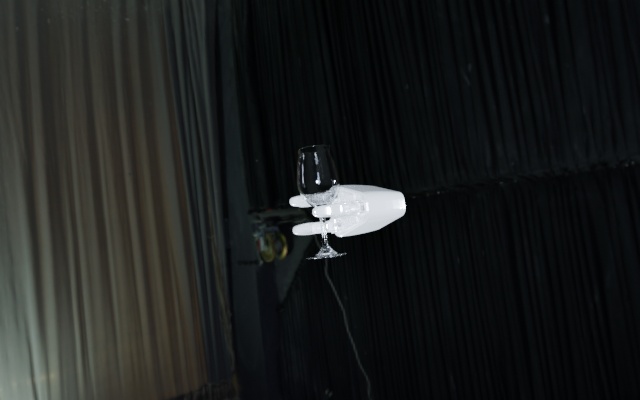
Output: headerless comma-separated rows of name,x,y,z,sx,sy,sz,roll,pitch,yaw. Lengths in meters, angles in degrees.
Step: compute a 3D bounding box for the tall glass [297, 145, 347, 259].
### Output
tall glass,0.000,0.004,0.875,0.079,0.201,0.079,-7,-3,0
